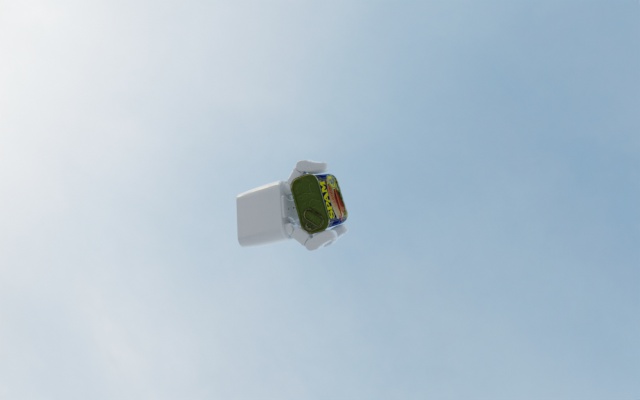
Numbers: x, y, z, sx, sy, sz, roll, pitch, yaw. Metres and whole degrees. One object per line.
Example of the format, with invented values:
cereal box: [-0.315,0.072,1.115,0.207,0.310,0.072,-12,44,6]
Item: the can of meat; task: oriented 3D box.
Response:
can of meat: [0.000,0.003,0.852,0.057,0.102,0.084,-18,-3,28]
